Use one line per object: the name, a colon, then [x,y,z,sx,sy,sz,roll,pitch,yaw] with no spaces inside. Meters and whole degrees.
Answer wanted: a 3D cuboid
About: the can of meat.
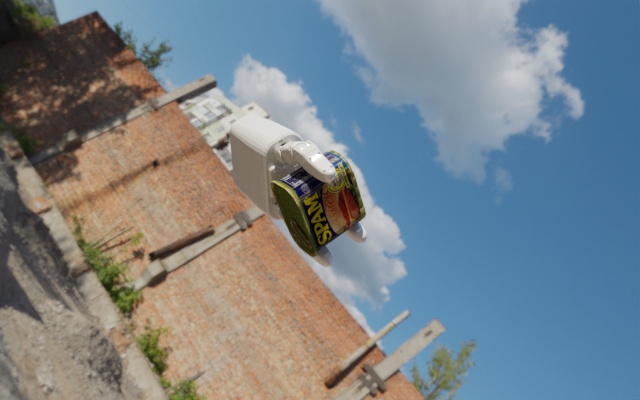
can of meat: [0.000,0.002,0.570,0.084,0.102,0.057,-34,36,-21]
